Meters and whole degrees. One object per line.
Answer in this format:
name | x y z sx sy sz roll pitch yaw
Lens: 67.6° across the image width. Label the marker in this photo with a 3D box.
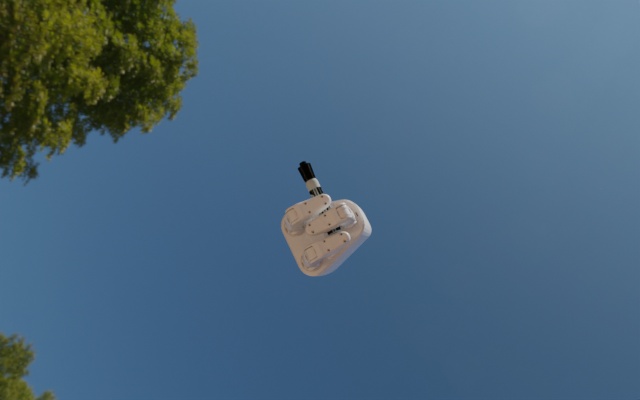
marker | 0.000 0.002 0.632 0.020 0.121 0.020 -24 -13 -6
